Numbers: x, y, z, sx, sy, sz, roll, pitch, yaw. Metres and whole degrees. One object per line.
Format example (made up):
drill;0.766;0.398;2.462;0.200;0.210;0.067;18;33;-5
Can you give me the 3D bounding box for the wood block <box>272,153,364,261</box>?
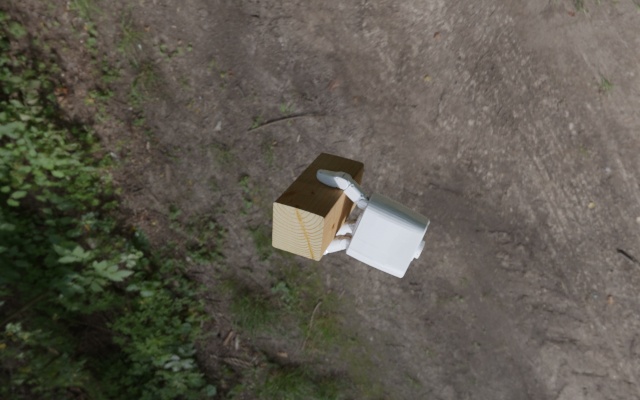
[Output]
wood block;0.000;0.003;0.850;0.090;0.091;0.206;16;33;16
